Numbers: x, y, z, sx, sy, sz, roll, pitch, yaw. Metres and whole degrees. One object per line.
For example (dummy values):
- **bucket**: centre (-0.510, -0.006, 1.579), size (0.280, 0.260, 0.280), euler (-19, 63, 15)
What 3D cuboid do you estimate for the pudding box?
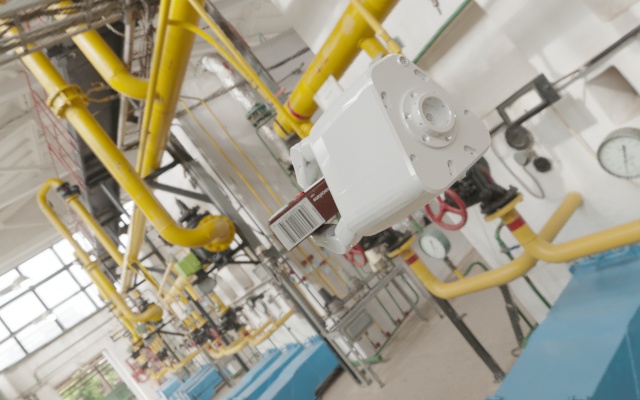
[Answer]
- **pudding box**: centre (0.000, 0.001, 0.496), size (0.113, 0.039, 0.090), euler (-37, 1, -2)
